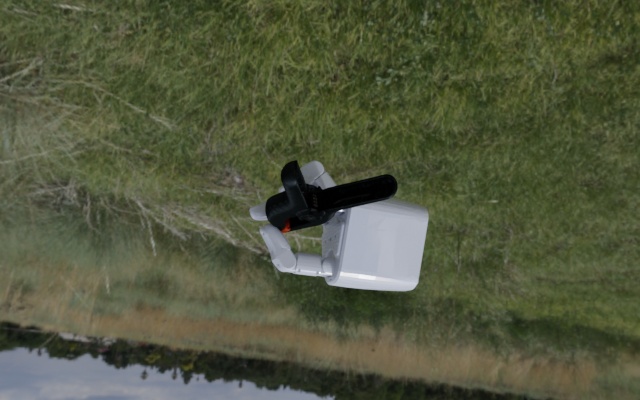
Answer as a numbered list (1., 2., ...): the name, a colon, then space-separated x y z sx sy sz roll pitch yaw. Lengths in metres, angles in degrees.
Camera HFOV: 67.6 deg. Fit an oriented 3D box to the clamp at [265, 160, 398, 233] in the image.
1. clamp: 0.000 0.002 0.510 0.120 0.039 0.171 9 -18 -16
